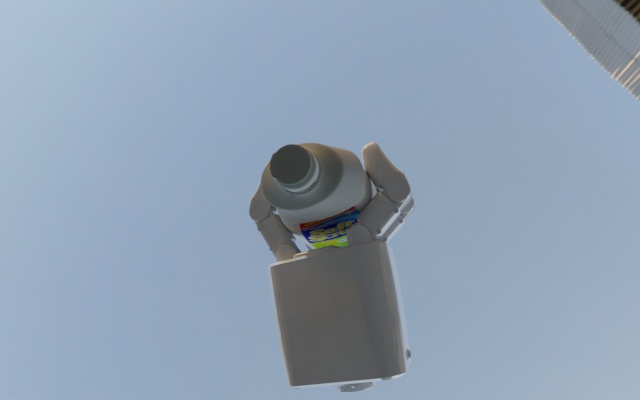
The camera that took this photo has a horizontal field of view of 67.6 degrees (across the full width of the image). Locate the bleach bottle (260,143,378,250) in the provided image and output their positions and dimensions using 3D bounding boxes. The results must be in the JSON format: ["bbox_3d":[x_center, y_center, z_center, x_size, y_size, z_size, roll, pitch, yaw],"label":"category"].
[{"bbox_3d":[0.000,0.001,0.437,0.102,0.068,0.251,-12,-14,11],"label":"bleach bottle"}]
